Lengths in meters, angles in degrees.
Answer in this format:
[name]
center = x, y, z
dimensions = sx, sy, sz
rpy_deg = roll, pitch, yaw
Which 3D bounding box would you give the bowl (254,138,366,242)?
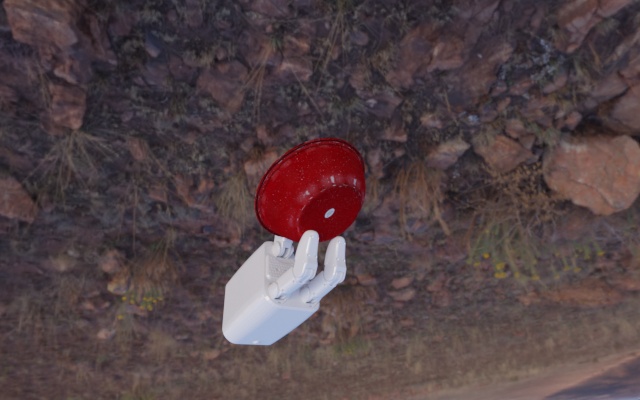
[bowl]
center = 0.001, 0.001, 0.612
dimensions = 0.162, 0.162, 0.055
rpy_deg = 0, 36, -34
